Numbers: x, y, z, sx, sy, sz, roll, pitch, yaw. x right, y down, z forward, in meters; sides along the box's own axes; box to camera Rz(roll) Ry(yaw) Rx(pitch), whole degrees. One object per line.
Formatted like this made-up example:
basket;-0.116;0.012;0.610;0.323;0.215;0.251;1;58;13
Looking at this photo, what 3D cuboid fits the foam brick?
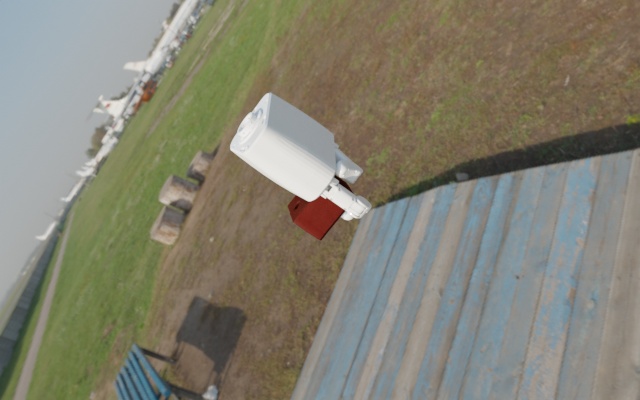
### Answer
foam brick;0.000;0.002;0.645;0.051;0.078;0.053;32;15;-25
